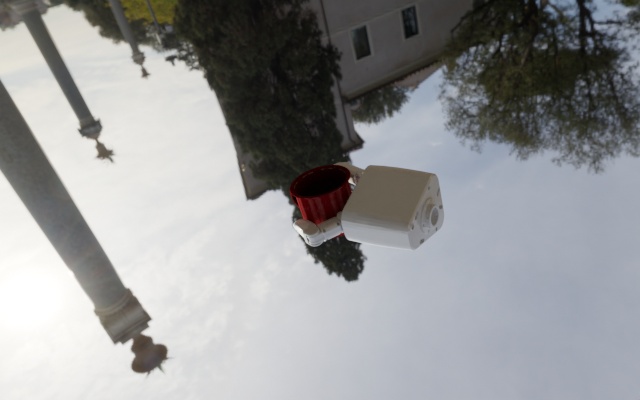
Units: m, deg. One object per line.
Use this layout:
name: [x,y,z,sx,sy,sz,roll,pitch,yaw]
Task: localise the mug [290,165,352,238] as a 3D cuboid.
mug: [-0.001,0.002,0.730,0.117,0.081,0.093,9,39,38]
